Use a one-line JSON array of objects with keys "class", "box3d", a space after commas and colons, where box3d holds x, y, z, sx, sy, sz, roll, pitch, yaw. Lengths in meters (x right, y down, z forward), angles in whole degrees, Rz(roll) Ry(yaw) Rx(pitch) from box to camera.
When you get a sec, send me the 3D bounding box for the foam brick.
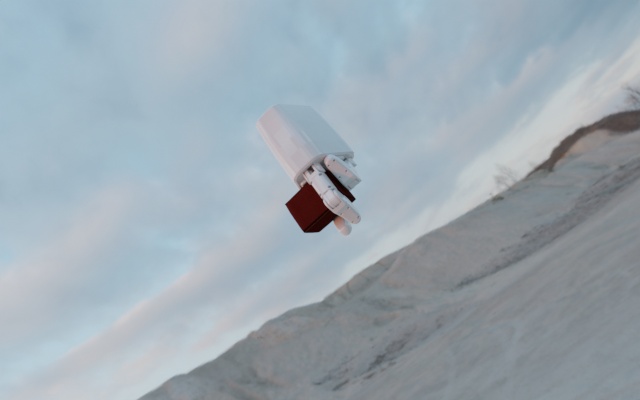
[{"class": "foam brick", "box3d": [0.000, 0.002, 0.673, 0.078, 0.051, 0.053, -43, -18, 14]}]
